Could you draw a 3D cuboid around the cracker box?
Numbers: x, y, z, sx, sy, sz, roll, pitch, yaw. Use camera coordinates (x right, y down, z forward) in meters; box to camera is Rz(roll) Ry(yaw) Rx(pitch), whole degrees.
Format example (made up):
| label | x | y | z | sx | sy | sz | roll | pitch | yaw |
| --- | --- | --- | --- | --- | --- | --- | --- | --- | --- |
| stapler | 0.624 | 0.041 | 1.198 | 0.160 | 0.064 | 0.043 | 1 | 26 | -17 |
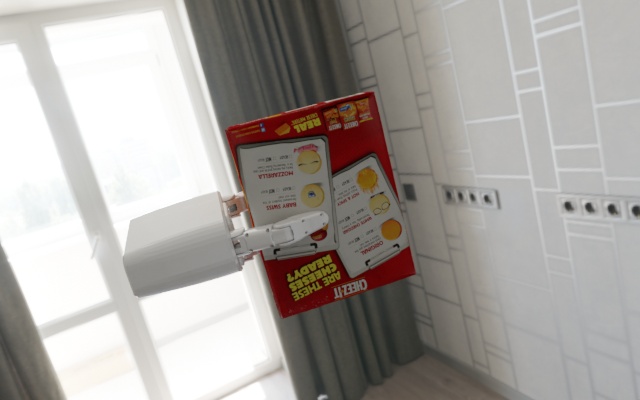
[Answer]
| label | x | y | z | sx | sy | sz | roll | pitch | yaw |
| --- | --- | --- | --- | --- | --- | --- | --- | --- | --- |
| cracker box | 0.000 | 0.002 | 0.541 | 0.164 | 0.214 | 0.072 | -16 | 11 | -8 |
